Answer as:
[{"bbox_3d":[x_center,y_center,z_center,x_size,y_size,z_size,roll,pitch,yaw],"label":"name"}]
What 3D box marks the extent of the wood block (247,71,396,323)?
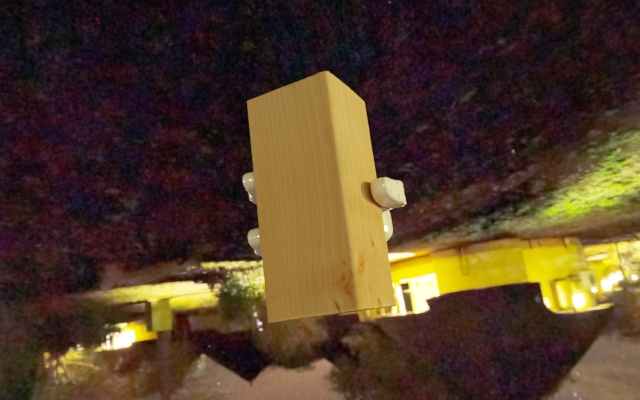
[{"bbox_3d":[0.001,0.002,0.446,0.091,0.206,0.090,-14,-15,25],"label":"wood block"}]
